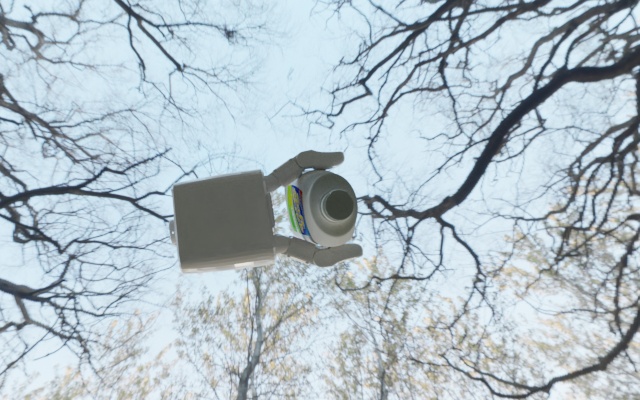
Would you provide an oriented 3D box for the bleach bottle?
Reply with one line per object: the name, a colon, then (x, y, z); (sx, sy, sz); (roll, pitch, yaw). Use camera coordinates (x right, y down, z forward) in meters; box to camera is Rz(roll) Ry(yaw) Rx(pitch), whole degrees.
bleach bottle: (0.000, 0.002, 0.573); (0.068, 0.102, 0.251); (-8, -2, -8)
